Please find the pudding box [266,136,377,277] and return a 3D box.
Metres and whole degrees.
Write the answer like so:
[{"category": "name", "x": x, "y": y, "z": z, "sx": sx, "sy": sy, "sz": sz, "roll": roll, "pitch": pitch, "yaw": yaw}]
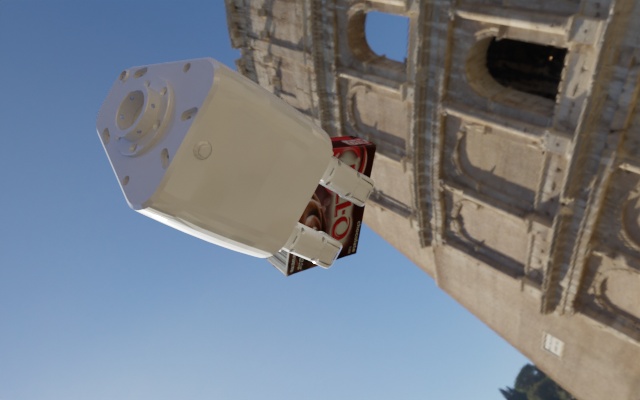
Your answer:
[{"category": "pudding box", "x": 0.000, "y": 0.001, "z": 0.423, "sx": 0.090, "sy": 0.113, "sz": 0.039, "roll": -11, "pitch": 30, "yaw": -42}]
